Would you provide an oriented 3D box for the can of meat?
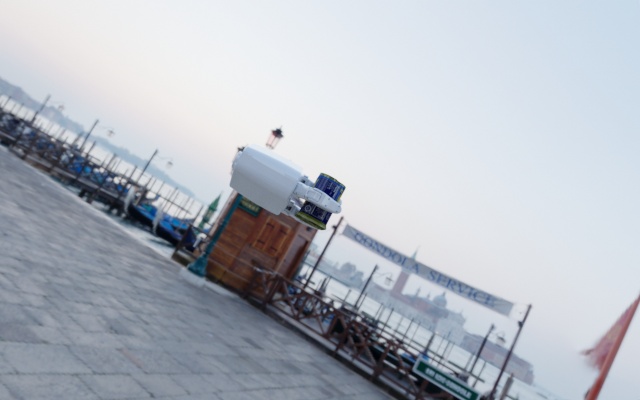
[{"bbox_3d":[0.000,0.002,0.841,0.057,0.084,0.102,28,-7,-3],"label":"can of meat"}]
